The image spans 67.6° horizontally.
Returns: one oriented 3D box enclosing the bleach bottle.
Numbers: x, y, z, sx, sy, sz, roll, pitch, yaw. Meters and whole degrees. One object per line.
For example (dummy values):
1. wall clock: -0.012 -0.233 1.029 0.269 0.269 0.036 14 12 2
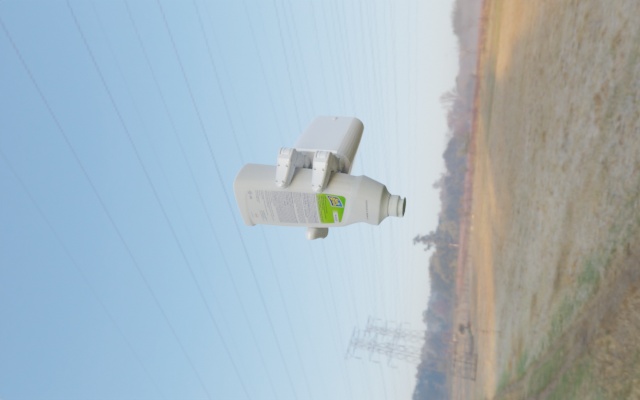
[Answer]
1. bleach bottle: 0.000 0.002 0.709 0.251 0.103 0.068 6 44 19
